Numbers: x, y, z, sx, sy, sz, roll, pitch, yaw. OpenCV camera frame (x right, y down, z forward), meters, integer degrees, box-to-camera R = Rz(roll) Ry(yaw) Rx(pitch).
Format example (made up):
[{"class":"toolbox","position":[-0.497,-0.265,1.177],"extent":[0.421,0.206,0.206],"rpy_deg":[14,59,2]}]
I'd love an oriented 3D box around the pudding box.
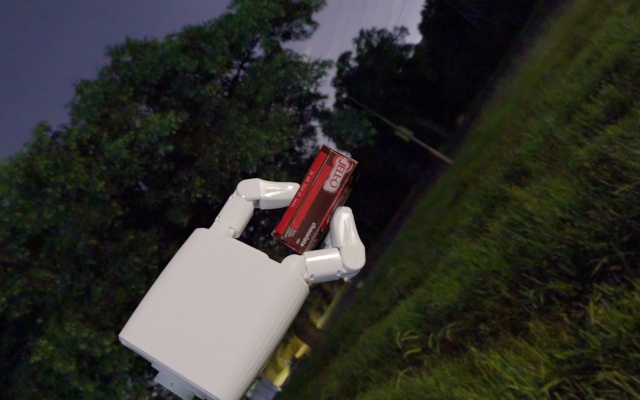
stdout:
[{"class":"pudding box","position":[0.000,0.001,0.445],"extent":[0.039,0.090,0.113],"rpy_deg":[31,1,4]}]
